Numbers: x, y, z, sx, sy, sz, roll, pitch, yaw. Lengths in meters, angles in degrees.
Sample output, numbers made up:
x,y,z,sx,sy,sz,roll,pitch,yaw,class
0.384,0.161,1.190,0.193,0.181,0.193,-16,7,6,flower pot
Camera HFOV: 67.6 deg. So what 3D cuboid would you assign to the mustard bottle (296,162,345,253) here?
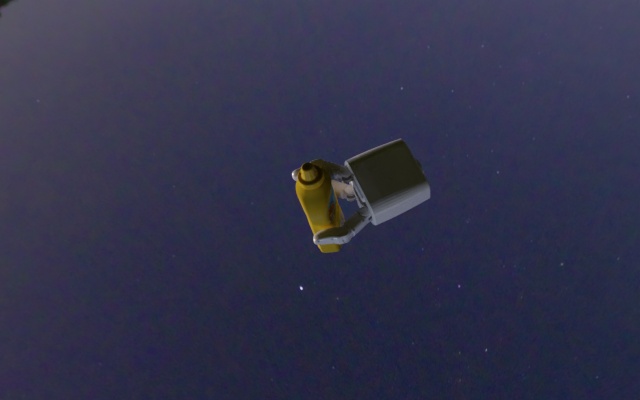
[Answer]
x,y,z,sx,sy,sz,roll,pitch,yaw,class
0.000,0.003,0.790,0.058,0.096,0.192,-5,-35,11,mustard bottle
